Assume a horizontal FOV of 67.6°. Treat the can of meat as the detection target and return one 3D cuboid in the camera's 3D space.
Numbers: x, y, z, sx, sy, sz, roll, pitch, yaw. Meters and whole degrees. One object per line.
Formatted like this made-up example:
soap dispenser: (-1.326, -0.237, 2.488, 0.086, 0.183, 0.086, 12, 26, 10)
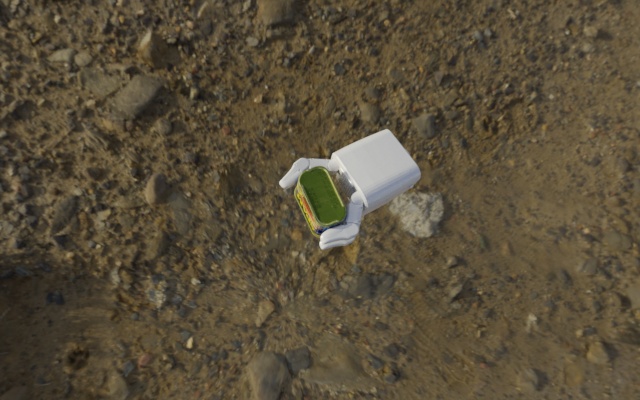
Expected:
can of meat: (0.000, 0.002, 0.767, 0.057, 0.102, 0.084, -23, -11, -10)
